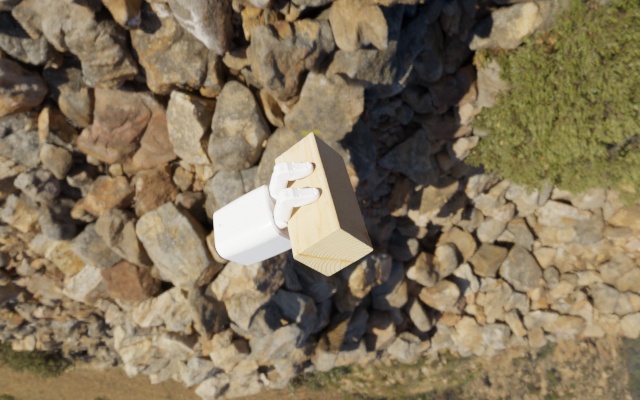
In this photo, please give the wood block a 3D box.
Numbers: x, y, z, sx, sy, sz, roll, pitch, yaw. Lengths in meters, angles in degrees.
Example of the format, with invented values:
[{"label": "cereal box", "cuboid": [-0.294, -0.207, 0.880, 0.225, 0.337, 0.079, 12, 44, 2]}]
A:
[{"label": "wood block", "cuboid": [0.000, 0.003, 0.771, 0.090, 0.206, 0.091, -34, -43, 22]}]
